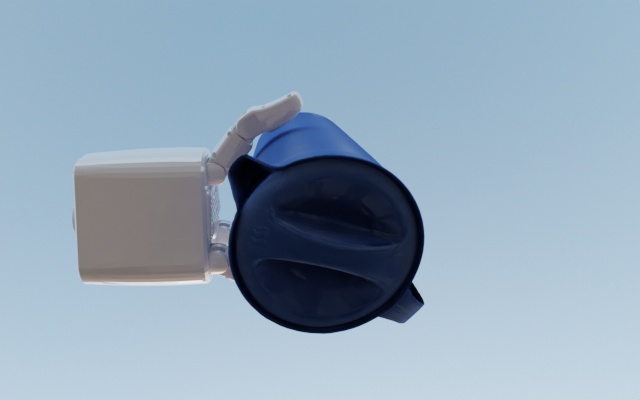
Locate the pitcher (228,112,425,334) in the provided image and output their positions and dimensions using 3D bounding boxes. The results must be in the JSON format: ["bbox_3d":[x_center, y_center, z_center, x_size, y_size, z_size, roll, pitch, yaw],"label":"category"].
[{"bbox_3d":[0.000,0.001,0.429,0.145,0.149,0.242,-4,21,-5],"label":"pitcher"}]
